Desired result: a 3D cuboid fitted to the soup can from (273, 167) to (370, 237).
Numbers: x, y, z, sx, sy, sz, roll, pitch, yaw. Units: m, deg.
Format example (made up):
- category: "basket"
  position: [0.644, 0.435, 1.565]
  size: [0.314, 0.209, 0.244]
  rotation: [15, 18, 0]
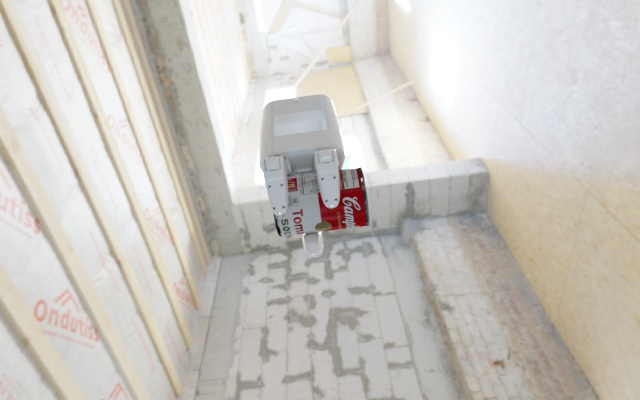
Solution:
- category: "soup can"
  position: [0.000, 0.002, 0.537]
  size: [0.102, 0.068, 0.068]
  rotation: [-7, 0, 1]
